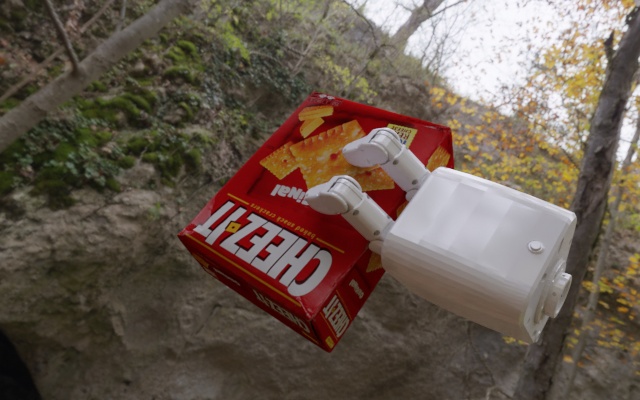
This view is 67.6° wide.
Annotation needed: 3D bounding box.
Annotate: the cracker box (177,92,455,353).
[{"bbox_3d":[0.000,0.001,0.445,0.164,0.213,0.072,24,-27,33],"label":"cracker box"}]
